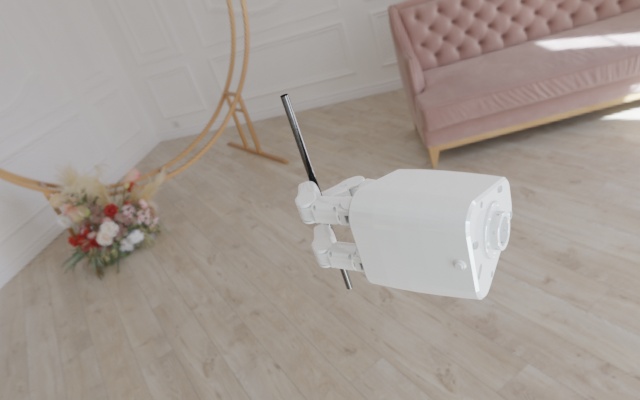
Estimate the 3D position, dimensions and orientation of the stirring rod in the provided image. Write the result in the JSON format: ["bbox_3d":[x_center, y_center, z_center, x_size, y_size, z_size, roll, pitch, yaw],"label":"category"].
[{"bbox_3d":[0.000,0.002,0.505,0.011,0.240,0.011,-14,29,8],"label":"stirring rod"}]
